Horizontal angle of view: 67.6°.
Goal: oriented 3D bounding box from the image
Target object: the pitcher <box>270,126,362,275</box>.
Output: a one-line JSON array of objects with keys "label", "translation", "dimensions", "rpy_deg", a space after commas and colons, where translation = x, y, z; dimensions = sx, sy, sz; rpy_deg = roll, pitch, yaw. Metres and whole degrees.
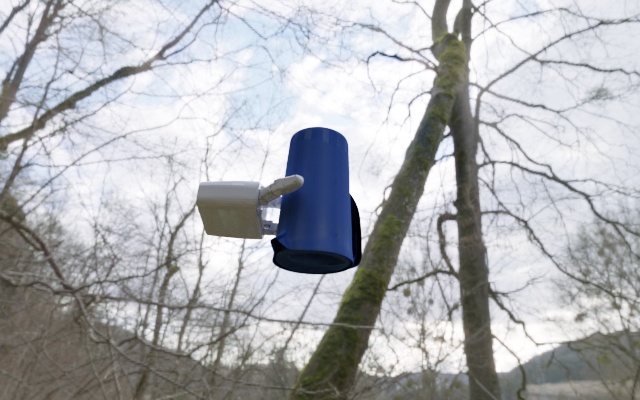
[{"label": "pitcher", "translation": [0.000, 0.003, 0.831], "dimensions": [0.145, 0.242, 0.149], "rpy_deg": [1, -25, 6]}]
